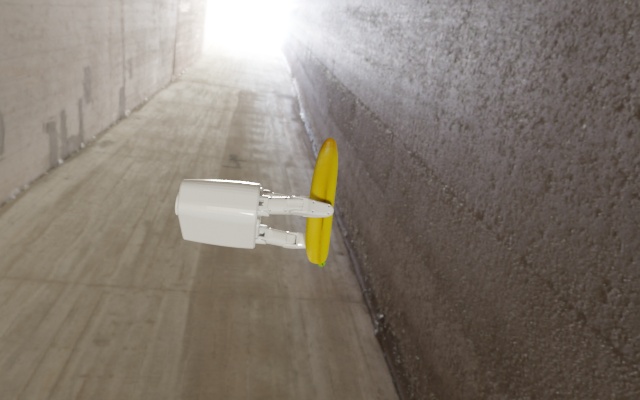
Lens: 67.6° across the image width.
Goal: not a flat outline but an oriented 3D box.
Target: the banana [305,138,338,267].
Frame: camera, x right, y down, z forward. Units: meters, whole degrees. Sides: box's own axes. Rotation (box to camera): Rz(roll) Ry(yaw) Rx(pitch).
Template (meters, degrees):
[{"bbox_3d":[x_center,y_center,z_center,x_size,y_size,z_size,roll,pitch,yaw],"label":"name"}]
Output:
[{"bbox_3d":[0.000,0.009,0.689,0.037,0.198,0.069,6,10,-2],"label":"banana"}]
